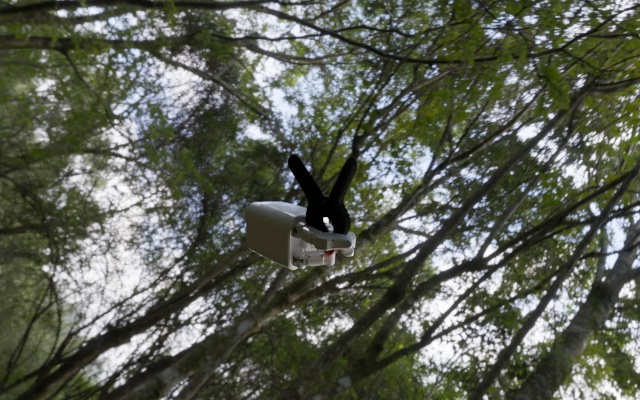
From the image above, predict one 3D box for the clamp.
[{"bbox_3d":[0.001,0.002,0.765,0.120,0.171,0.039,18,28,33],"label":"clamp"}]
